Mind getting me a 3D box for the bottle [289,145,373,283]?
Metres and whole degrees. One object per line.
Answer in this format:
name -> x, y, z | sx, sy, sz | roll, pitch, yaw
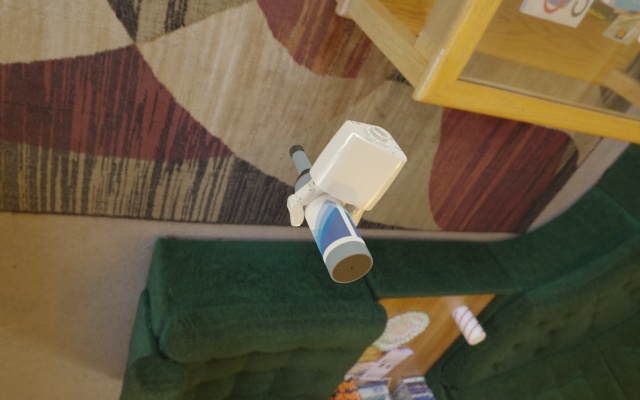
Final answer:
bottle -> 0.000, 0.003, 0.800 | 0.069, 0.069, 0.295 | 0, 41, -25
